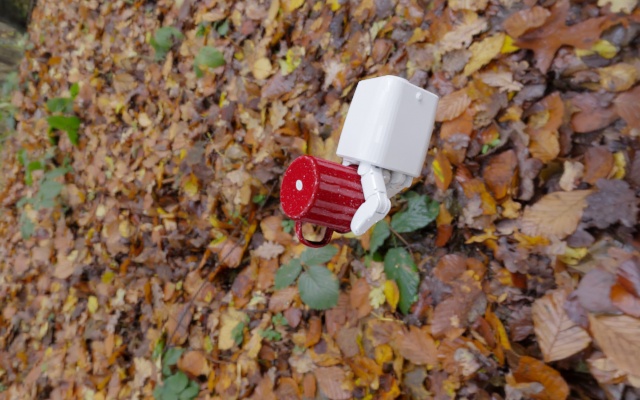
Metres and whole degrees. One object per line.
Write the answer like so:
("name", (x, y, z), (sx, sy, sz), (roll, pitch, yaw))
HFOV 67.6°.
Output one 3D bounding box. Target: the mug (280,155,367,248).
("mug", (-0.001, 0.003, 0.601), (0.081, 0.117, 0.093), (13, 4, -35))
